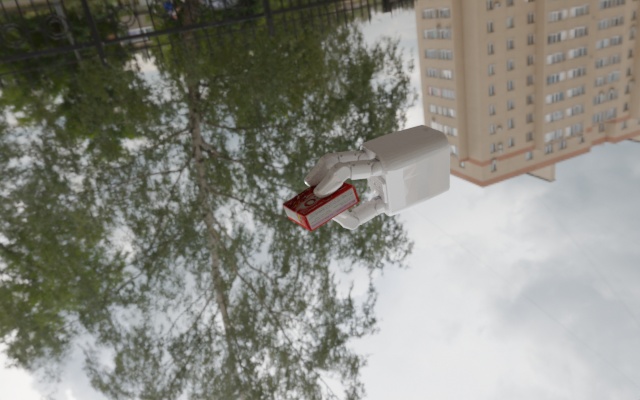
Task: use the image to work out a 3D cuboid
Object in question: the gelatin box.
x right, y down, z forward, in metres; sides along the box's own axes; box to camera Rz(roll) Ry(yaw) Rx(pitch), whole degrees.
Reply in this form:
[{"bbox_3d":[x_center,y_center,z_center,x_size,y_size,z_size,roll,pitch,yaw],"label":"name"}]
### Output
[{"bbox_3d":[0.000,0.003,0.690,0.089,0.030,0.073,-32,26,-18],"label":"gelatin box"}]
